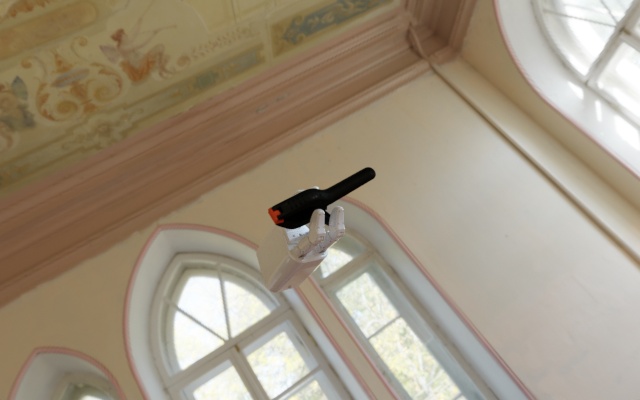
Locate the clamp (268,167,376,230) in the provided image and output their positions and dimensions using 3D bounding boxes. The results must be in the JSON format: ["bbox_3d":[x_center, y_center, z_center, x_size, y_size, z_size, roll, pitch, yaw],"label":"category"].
[{"bbox_3d":[-0.001,0.002,0.856,0.210,0.036,0.165,-7,-36,-48],"label":"clamp"}]
